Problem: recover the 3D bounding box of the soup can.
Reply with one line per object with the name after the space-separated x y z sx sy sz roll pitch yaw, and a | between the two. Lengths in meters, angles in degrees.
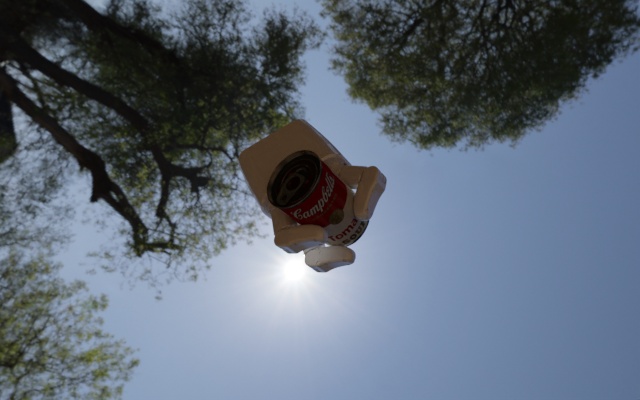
0.001 0.002 0.514 0.068 0.068 0.102 0 -28 39 | soup can
